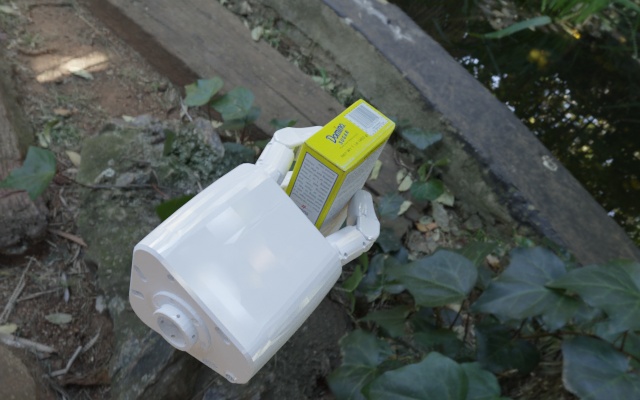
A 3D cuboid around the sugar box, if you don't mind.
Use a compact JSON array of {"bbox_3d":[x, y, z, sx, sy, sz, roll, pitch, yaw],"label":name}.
[{"bbox_3d":[0.000,0.001,0.439,0.048,0.176,0.093,38,46,10],"label":"sugar box"}]
